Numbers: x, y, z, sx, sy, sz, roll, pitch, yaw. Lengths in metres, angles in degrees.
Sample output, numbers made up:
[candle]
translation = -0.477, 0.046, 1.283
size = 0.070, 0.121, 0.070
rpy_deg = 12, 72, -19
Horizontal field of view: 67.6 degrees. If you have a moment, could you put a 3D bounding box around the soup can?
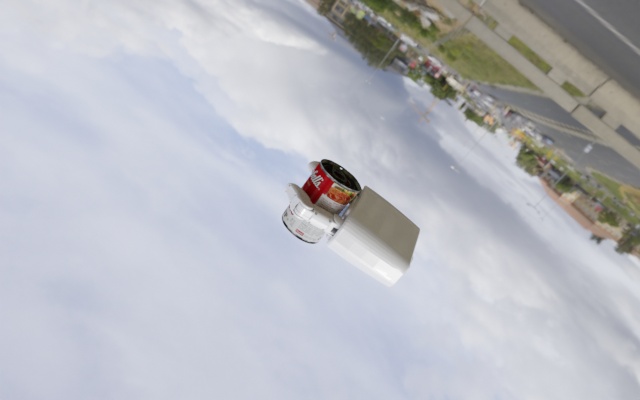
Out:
[soup can]
translation = 0.000, 0.002, 0.667
size = 0.068, 0.102, 0.068
rpy_deg = 31, 22, -15
